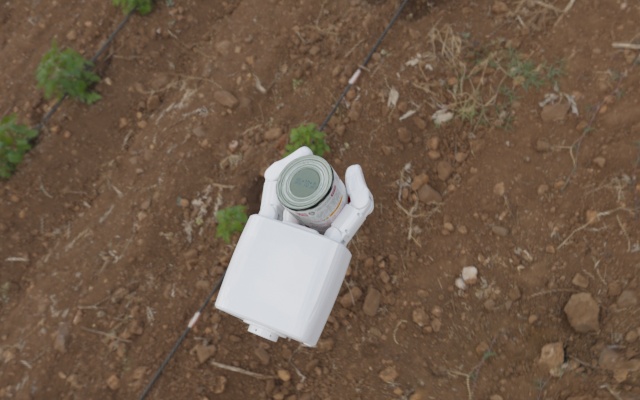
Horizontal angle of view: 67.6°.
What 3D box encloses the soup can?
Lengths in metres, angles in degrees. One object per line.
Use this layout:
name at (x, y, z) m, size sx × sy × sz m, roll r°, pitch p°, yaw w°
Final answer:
soup can at (0.000, 0.001, 0.541) m, size 0.068 × 0.068 × 0.102 m, roll 0°, pitch -25°, yaw 24°
